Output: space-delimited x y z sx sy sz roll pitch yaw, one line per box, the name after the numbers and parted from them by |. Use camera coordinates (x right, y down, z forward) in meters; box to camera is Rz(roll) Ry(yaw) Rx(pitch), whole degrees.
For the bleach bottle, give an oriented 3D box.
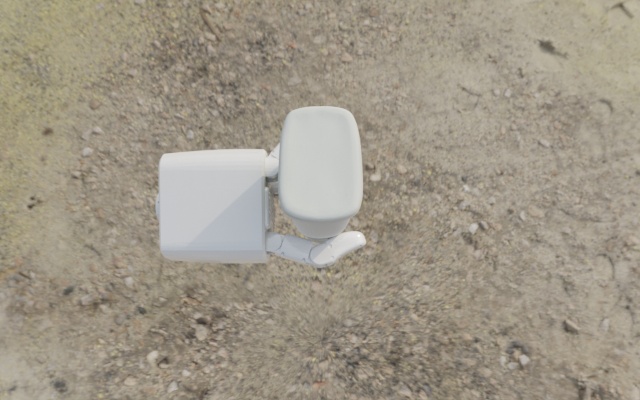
0.000 0.002 0.497 0.068 0.102 0.251 0 -16 0 | bleach bottle
